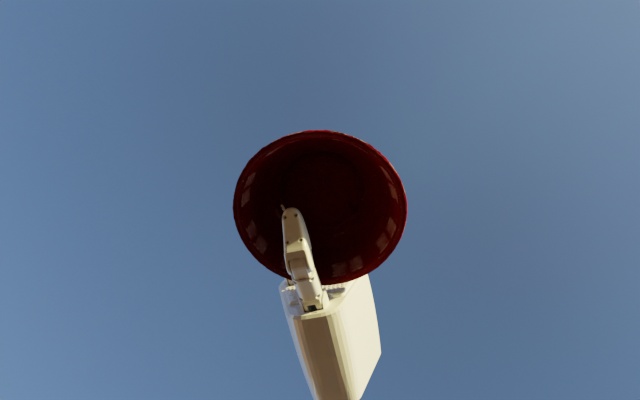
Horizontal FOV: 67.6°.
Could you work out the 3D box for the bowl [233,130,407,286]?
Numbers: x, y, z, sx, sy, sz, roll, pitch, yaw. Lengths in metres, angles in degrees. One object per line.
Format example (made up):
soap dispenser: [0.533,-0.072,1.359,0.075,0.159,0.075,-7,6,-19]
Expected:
bowl: [0.000,0.000,0.464,0.162,0.162,0.055,0,26,3]
